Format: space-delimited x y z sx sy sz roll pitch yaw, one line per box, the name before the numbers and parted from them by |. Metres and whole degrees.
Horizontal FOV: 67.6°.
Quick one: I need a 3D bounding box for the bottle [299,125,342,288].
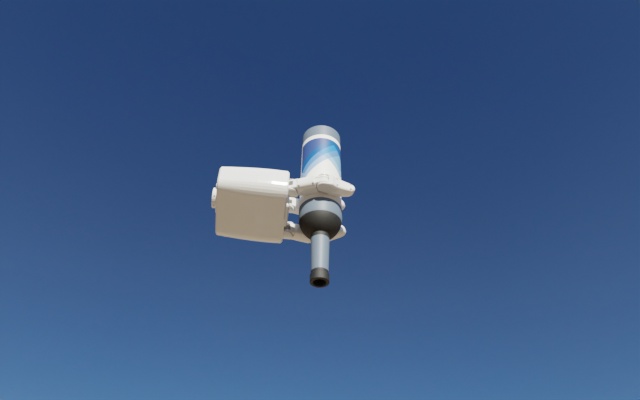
bottle | 0.000 0.002 0.752 0.069 0.295 0.069 0 -41 0
